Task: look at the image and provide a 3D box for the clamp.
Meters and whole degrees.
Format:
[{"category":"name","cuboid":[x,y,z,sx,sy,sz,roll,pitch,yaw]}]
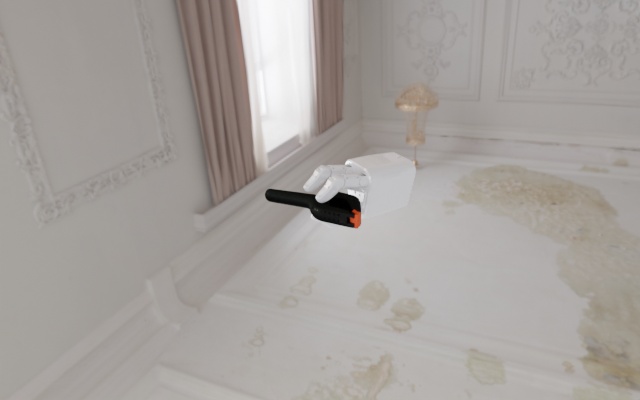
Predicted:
[{"category":"clamp","cuboid":[0.001,0.004,0.892,0.164,0.036,0.210,-13,26,-22]}]
